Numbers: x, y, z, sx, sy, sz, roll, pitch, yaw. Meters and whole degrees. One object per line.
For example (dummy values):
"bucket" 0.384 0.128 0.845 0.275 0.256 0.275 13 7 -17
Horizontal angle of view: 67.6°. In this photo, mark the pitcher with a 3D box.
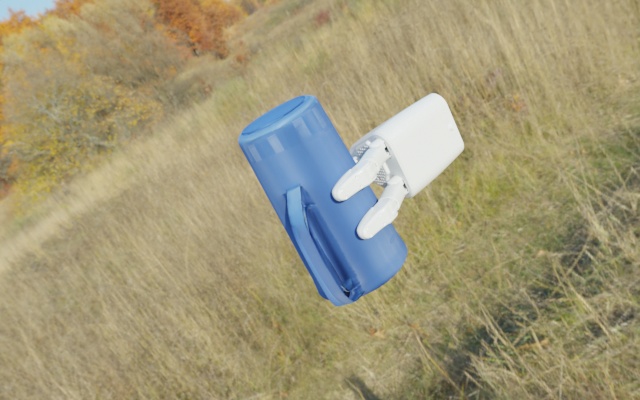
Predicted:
"pitcher" 0.000 0.002 0.594 0.145 0.243 0.149 -37 21 -18
